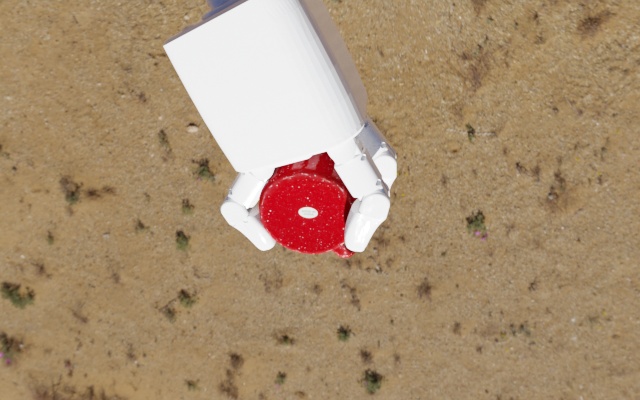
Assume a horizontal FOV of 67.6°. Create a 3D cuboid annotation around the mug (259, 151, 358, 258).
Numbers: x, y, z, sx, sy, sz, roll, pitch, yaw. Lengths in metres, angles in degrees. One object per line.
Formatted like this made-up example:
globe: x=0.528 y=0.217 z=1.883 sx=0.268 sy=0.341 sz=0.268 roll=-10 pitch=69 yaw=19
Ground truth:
mug: x=0.001 y=0.003 z=0.418 sx=0.093 sy=0.117 sz=0.081 roll=-21 pitch=26 yaw=20
